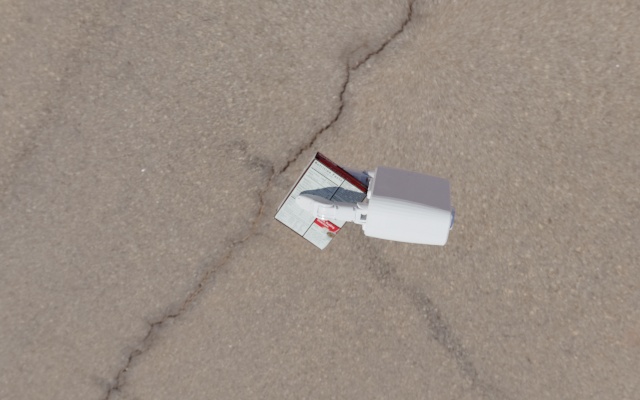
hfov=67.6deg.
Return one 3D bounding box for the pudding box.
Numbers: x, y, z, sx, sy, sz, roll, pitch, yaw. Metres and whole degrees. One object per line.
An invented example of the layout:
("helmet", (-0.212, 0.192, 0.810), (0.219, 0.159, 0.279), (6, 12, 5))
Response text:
("pudding box", (0.000, 0.002, 0.671), (0.090, 0.113, 0.039), (35, 19, -5))
